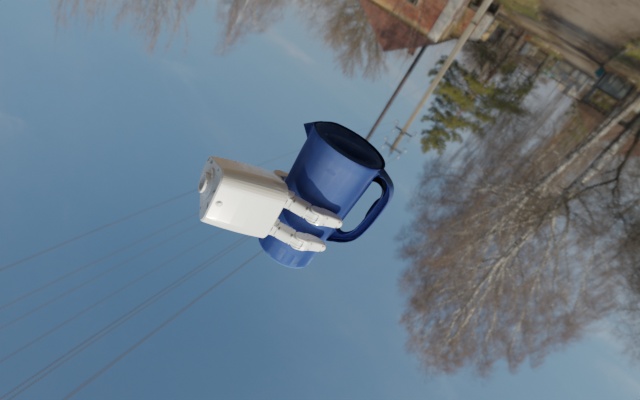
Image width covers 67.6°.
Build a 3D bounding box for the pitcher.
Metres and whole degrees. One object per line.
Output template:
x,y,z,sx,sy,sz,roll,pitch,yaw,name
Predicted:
0.000,0.003,0.804,0.145,0.243,0.149,17,30,-29,pitcher
